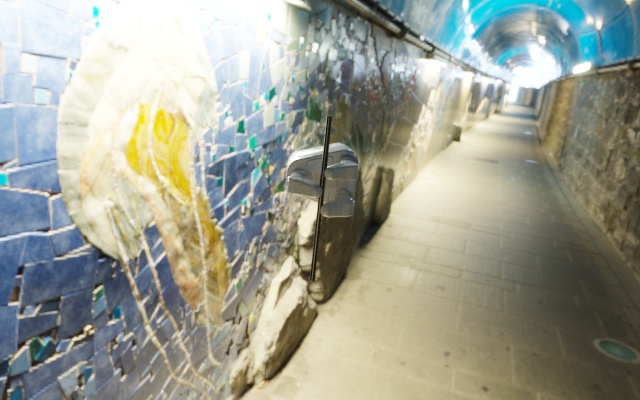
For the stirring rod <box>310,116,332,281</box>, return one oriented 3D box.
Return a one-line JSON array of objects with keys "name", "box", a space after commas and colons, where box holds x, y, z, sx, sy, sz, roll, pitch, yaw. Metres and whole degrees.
[{"name": "stirring rod", "box": [0.000, 0.002, 0.675, 0.011, 0.239, 0.011, 6, 15, -1]}]
